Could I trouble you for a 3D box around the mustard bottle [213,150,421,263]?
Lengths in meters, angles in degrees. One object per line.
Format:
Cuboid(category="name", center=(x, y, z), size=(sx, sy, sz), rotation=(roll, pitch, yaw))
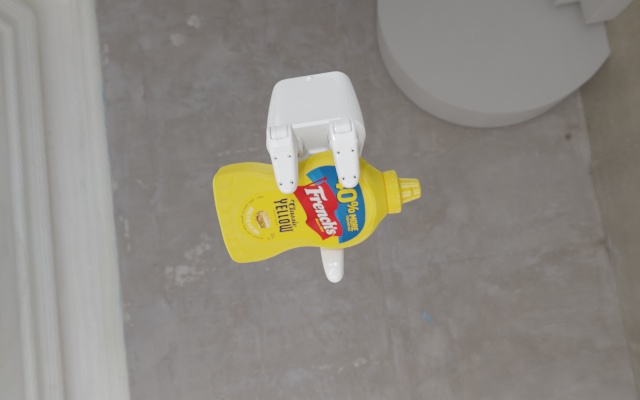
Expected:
Cuboid(category="mustard bottle", center=(0.000, 0.002, 0.463), size=(0.191, 0.096, 0.058), rotation=(-8, 18, 3))
